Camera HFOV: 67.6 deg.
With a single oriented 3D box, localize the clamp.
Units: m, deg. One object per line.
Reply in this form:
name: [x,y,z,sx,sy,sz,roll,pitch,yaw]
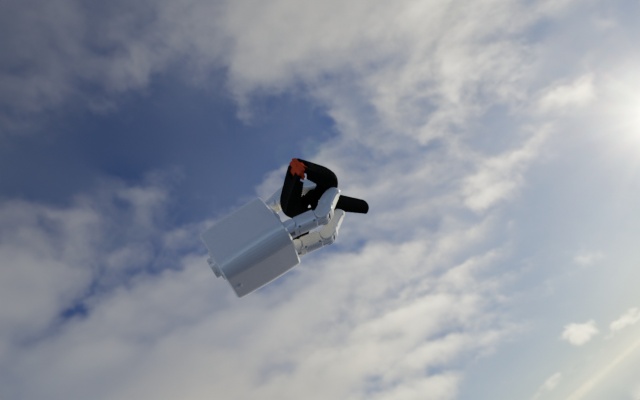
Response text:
clamp: [-0.001,0.002,0.733,0.164,0.036,0.210,-31,-35,-13]
